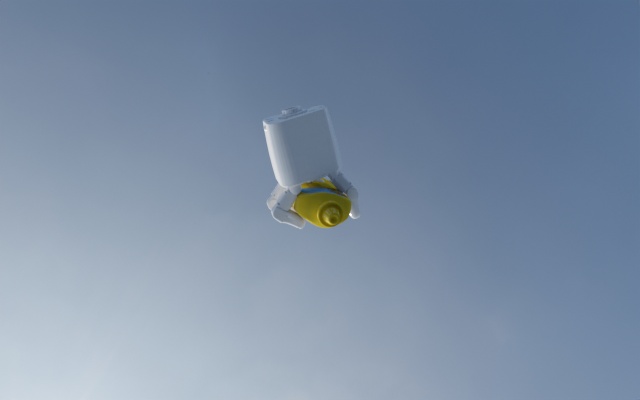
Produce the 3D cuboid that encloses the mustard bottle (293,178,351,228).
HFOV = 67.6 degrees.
[{"bbox_3d":[0.000,0.003,0.805,0.096,0.058,0.191,8,13,-15],"label":"mustard bottle"}]
